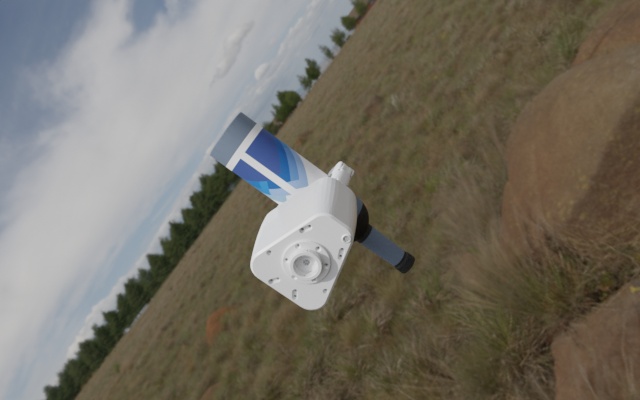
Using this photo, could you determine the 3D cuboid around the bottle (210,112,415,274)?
[{"bbox_3d":[0.000,0.002,0.614,0.296,0.069,0.069,36,-7,-10],"label":"bottle"}]
